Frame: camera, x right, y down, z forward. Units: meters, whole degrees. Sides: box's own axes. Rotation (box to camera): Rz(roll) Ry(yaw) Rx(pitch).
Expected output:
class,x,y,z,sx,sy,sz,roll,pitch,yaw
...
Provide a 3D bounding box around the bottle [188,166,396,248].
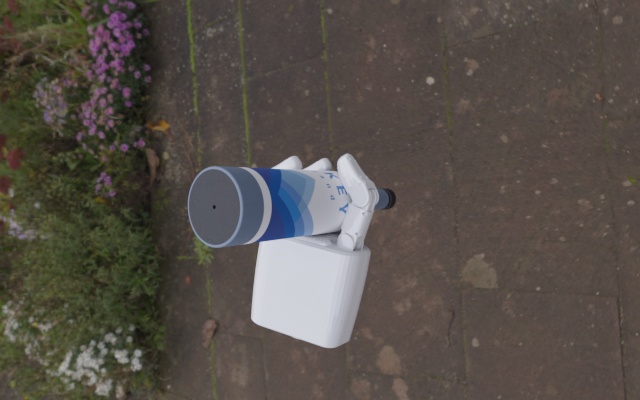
class,x,y,z,sx,sy,sz,roll,pitch,yaw
bottle,0.000,0.002,0.505,0.069,0.069,0.296,0,1,36
